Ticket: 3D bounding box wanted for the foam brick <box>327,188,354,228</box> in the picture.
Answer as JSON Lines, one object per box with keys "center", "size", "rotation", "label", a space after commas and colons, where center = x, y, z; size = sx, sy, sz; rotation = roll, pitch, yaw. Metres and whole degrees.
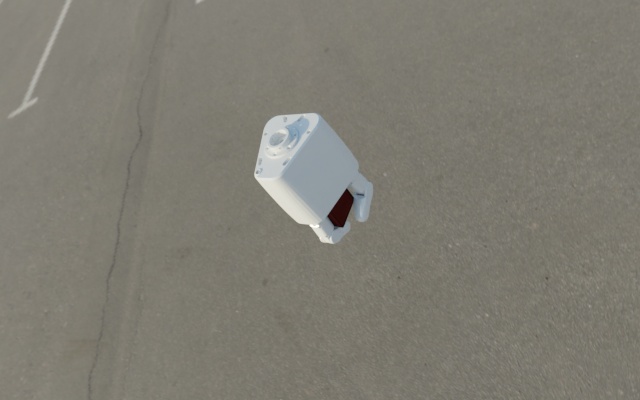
{"center": [0.000, 0.002, 0.698], "size": [0.078, 0.053, 0.051], "rotation": [3, -31, 36], "label": "foam brick"}
